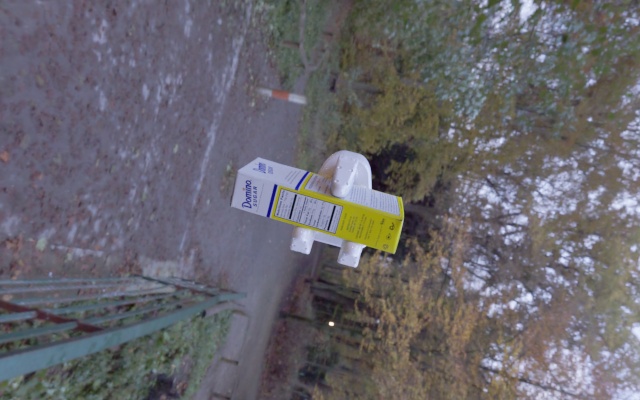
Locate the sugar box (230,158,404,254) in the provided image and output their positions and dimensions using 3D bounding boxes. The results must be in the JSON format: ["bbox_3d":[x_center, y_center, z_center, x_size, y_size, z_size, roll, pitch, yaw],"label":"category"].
[{"bbox_3d":[0.000,0.002,0.520,0.176,0.048,0.093,14,15,4],"label":"sugar box"}]
